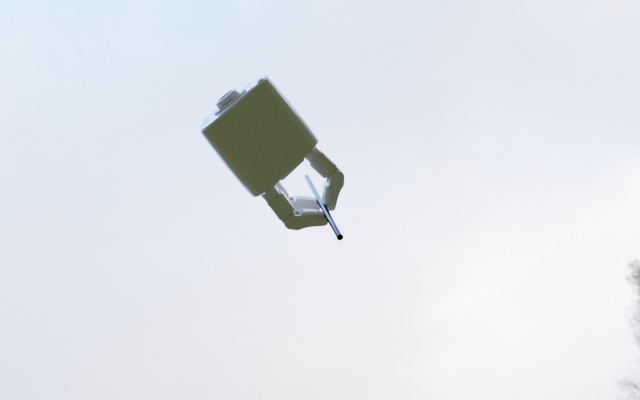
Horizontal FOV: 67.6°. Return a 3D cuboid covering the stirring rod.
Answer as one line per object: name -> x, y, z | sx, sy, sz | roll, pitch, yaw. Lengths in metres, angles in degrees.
stirring rod -> 0.000, 0.002, 0.660 | 0.011, 0.011, 0.239 | 0, 20, -11
